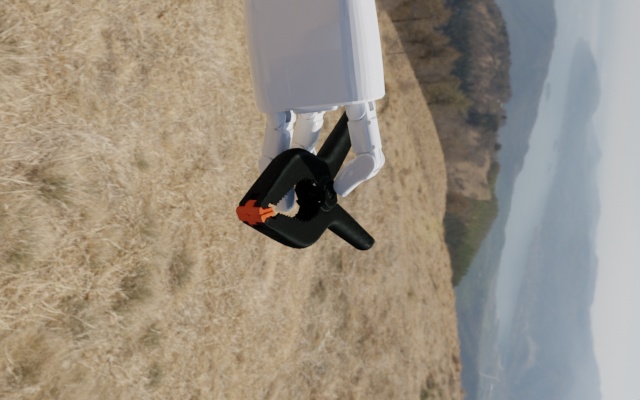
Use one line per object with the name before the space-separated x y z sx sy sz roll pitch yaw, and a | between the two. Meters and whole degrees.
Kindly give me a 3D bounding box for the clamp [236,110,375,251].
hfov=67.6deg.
clamp | 0.000 0.002 0.478 0.036 0.164 0.210 0 18 34
